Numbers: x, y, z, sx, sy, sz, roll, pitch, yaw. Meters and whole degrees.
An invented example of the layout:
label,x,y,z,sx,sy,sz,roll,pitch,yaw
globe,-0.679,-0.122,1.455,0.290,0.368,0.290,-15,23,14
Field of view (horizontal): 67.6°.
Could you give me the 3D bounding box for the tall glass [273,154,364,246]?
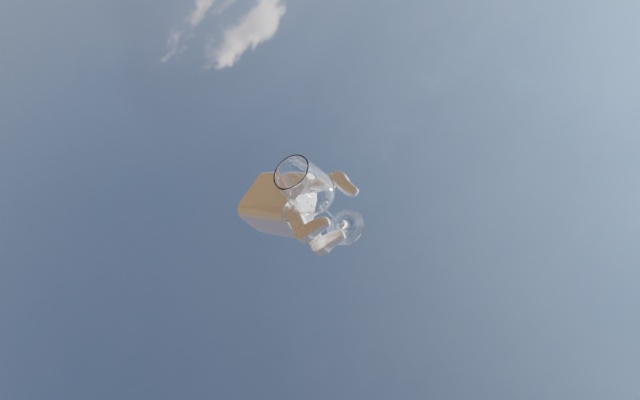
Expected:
label,x,y,z,sx,sy,sz,roll,pitch,yaw
tall glass,0.001,0.003,0.796,0.079,0.079,0.201,0,-28,31
